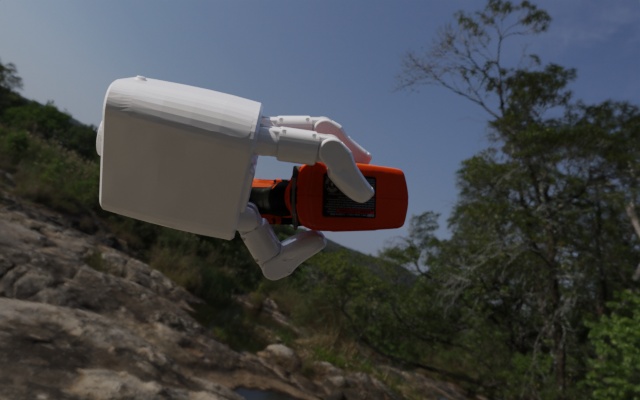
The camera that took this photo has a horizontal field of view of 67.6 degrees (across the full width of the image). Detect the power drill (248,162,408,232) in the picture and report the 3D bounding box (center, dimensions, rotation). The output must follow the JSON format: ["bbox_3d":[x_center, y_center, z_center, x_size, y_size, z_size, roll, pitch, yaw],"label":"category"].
[{"bbox_3d":[0.000,0.001,0.475,0.184,0.057,0.187,0,-3,-29],"label":"power drill"}]
